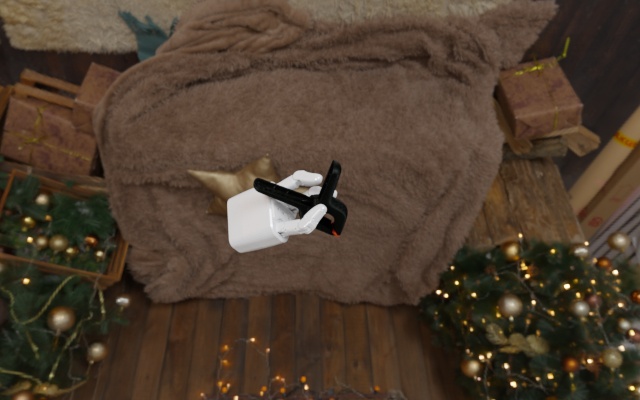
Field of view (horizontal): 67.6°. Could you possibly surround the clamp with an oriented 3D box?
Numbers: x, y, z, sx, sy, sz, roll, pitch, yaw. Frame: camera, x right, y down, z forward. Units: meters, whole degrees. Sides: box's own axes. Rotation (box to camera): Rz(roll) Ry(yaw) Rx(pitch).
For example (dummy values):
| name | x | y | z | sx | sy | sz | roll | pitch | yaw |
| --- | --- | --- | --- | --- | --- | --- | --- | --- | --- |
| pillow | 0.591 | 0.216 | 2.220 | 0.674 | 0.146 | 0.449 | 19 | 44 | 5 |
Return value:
| name | x | y | z | sx | sy | sz | roll | pitch | yaw |
| --- | --- | --- | --- | --- | --- | --- | --- | --- | --- |
| clamp | 0.000 | 0.004 | 0.879 | 0.164 | 0.036 | 0.210 | -15 | -39 | 27 |
